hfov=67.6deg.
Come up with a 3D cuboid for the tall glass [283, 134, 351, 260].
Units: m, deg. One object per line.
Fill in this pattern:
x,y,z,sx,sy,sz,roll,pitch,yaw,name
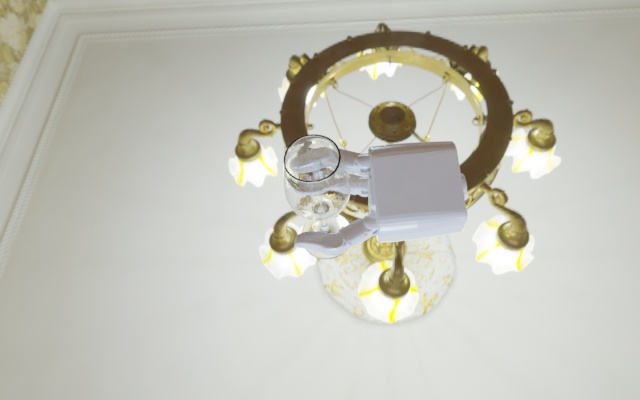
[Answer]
0.000,0.002,0.592,0.079,0.079,0.201,0,-28,6,tall glass
